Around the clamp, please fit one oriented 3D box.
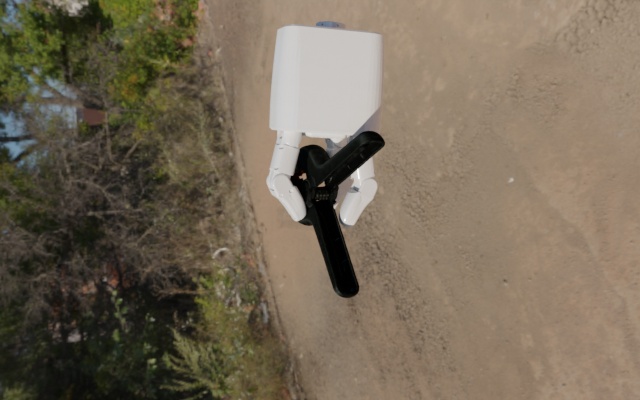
[{"bbox_3d":[-0.001,0.001,0.529,0.036,0.164,0.210,2,9,-26],"label":"clamp"}]
